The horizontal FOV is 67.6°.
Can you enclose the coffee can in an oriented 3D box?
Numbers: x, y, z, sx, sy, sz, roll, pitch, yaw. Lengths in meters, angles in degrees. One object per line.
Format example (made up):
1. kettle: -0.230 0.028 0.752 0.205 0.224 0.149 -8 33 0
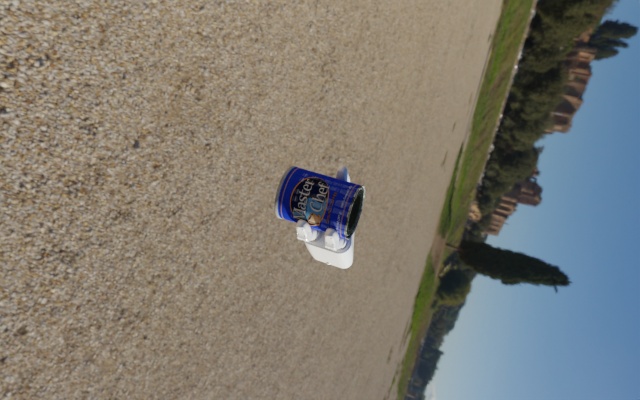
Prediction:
1. coffee can: 0.000 0.003 0.881 0.140 0.103 0.103 17 5 16
